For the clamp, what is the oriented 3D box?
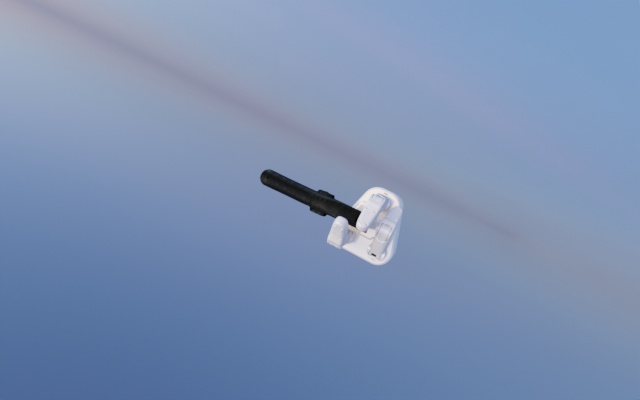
[{"bbox_3d":[0.000,0.002,0.720,0.171,0.039,0.120,27,6,13],"label":"clamp"}]
